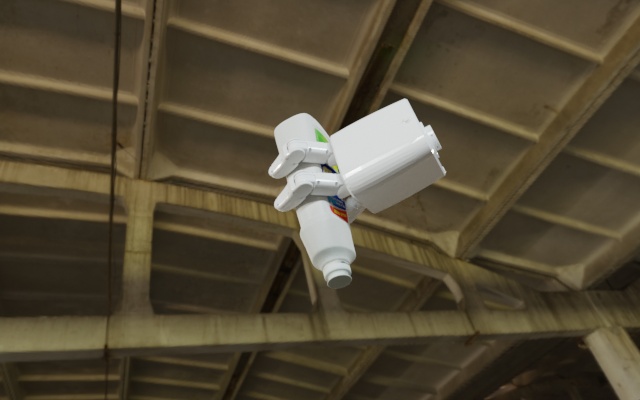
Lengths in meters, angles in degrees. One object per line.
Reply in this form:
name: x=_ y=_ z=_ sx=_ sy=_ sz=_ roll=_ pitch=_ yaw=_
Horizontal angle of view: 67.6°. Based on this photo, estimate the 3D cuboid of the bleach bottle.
bleach bottle: x=0.000 y=0.002 z=0.616 sx=0.068 sy=0.250 sz=0.103 roll=-27 pitch=-41 yaw=14
